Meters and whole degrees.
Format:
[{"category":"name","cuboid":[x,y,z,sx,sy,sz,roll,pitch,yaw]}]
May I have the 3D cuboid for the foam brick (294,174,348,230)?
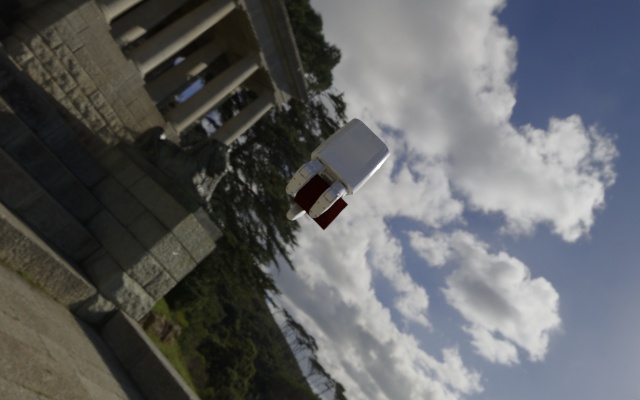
[{"category":"foam brick","cuboid":[0.000,0.003,0.819,0.051,0.078,0.053,-44,-3,-16]}]
